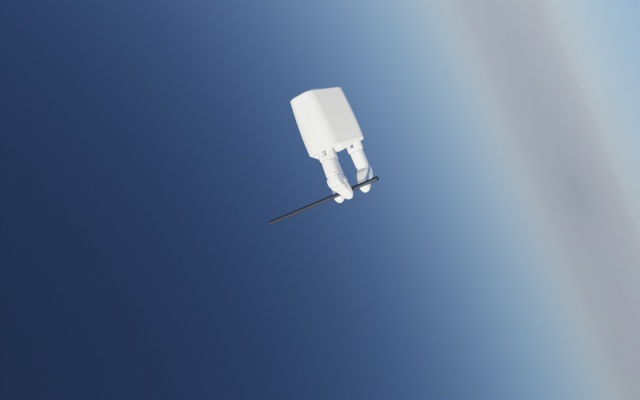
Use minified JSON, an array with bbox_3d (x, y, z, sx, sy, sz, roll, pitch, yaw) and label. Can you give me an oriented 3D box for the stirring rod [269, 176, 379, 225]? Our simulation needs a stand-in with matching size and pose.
[{"bbox_3d":[0.000,0.003,0.881,0.239,0.011,0.011,-23,-11,27],"label":"stirring rod"}]
